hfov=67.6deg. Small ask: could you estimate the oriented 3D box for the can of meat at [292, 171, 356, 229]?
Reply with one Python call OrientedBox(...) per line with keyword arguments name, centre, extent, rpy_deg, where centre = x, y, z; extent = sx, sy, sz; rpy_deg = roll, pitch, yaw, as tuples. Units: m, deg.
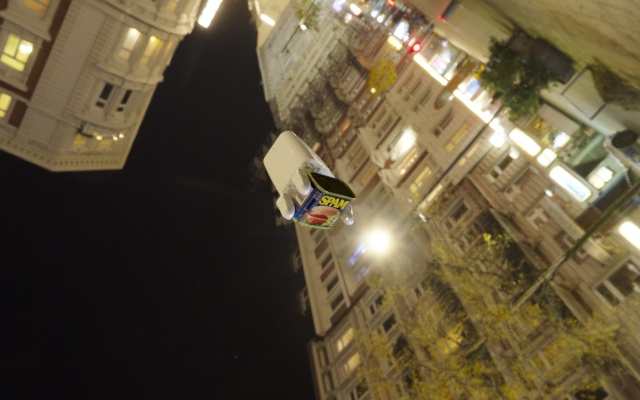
OrientedBox(name="can of meat", centre=(0.000, 0.003, 0.865), extent=(0.102, 0.084, 0.057), rpy_deg=(13, 33, -46))
